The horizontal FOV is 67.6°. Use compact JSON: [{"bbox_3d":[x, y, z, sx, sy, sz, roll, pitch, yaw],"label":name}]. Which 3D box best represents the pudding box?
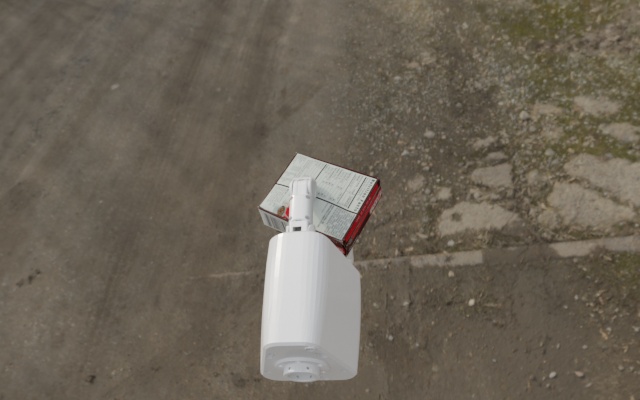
[{"bbox_3d":[0.000,0.002,0.534,0.113,0.090,0.039,21,-29,23],"label":"pudding box"}]
